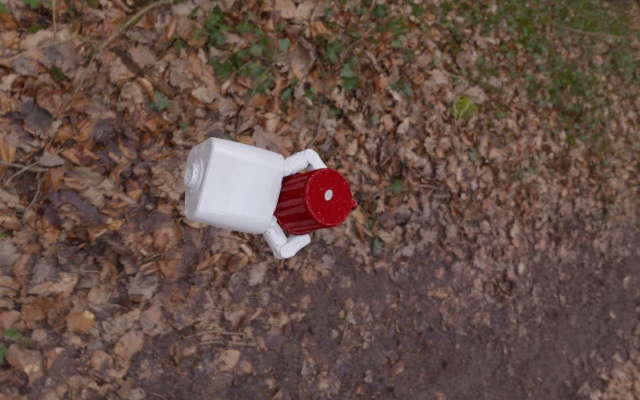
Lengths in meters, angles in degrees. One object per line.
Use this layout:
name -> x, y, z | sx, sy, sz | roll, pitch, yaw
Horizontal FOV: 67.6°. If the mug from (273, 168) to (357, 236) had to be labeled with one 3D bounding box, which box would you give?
mug -> 0.001, 0.003, 0.673 | 0.117, 0.093, 0.081 | 12, -14, -33
